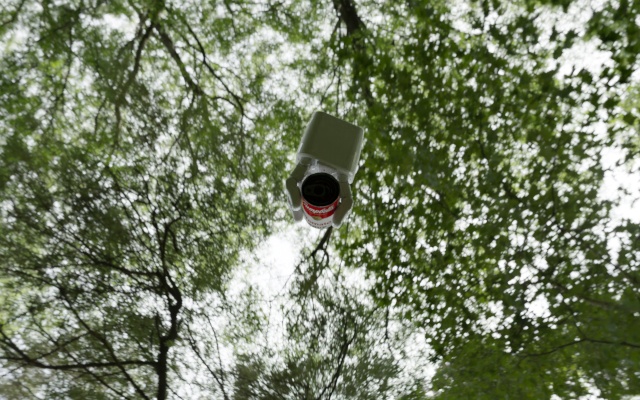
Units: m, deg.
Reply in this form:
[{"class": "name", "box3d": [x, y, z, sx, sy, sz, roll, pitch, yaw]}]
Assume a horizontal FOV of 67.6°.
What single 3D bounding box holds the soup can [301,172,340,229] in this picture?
[{"class": "soup can", "box3d": [0.000, 0.003, 0.865, 0.068, 0.068, 0.102, 0, -26, 0]}]
